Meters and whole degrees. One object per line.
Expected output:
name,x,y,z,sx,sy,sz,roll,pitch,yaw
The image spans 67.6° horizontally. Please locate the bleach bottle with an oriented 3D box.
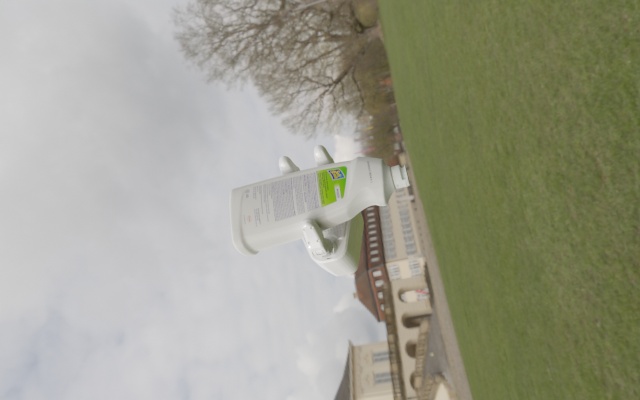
bleach bottle,0.000,0.002,0.669,0.251,0.102,0.068,-14,-24,12
